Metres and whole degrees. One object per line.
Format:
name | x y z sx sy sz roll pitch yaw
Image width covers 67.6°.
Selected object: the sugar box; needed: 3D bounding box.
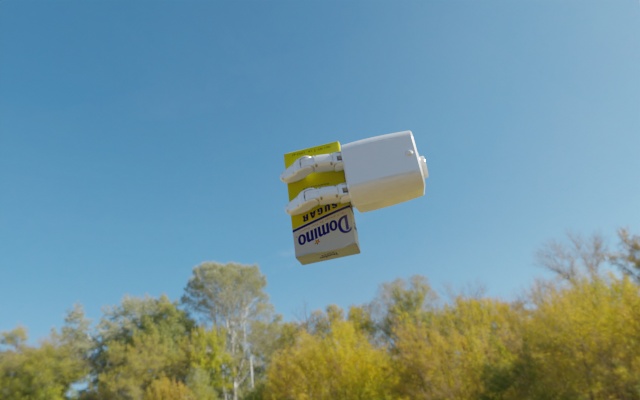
sugar box | 0.000 0.002 0.726 0.093 0.176 0.048 -14 -28 9
